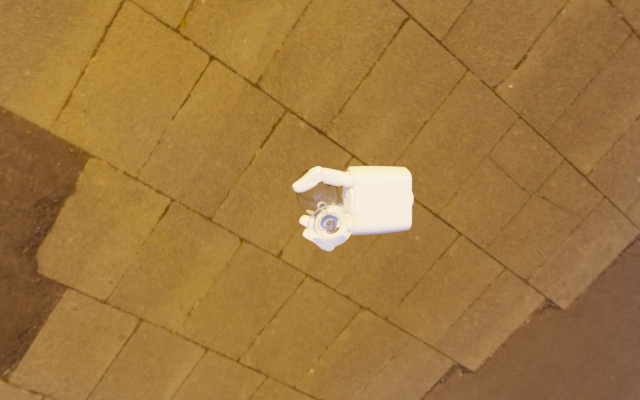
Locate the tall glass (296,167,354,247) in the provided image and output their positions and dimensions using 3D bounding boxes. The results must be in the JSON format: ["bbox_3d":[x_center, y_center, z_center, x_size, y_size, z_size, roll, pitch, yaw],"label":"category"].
[{"bbox_3d":[0.000,0.003,0.839,0.079,0.079,0.201,0,23,-11],"label":"tall glass"}]
